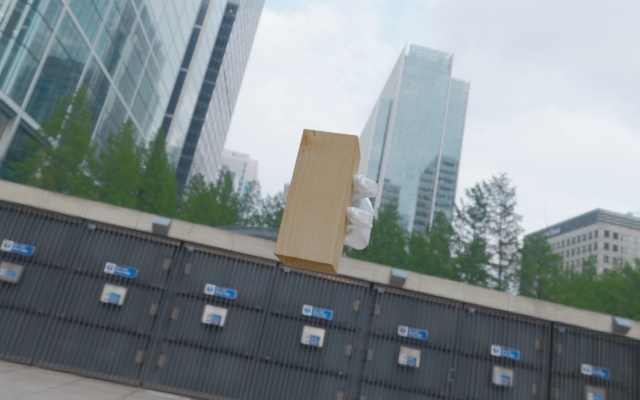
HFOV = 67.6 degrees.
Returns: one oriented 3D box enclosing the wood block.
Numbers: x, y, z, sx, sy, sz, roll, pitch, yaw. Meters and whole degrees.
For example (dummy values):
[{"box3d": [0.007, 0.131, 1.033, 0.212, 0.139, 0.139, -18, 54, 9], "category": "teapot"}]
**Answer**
[{"box3d": [0.000, 0.002, 0.758, 0.091, 0.206, 0.090, 9, -17, 11], "category": "wood block"}]
